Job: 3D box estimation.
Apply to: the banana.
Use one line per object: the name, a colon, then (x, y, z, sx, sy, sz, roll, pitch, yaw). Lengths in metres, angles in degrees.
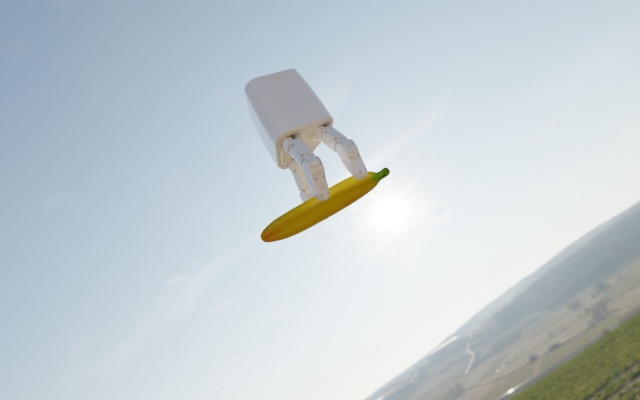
banana: (0.004, 0.005, 0.676, 0.198, 0.037, 0.070, -30, -13, -4)
